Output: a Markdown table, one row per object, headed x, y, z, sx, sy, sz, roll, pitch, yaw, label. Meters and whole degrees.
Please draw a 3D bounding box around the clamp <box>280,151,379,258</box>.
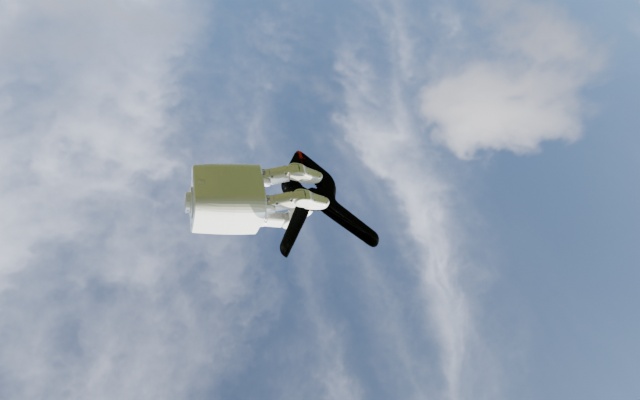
| x | y | z | sx | sy | sz | roll | pitch | yaw | label |
| --- | --- | --- | --- | --- | --- | --- | --- | --- | --- |
| 0.000 | 0.003 | 0.786 | 0.164 | 0.209 | 0.036 | 2 | -41 | -21 | clamp |
